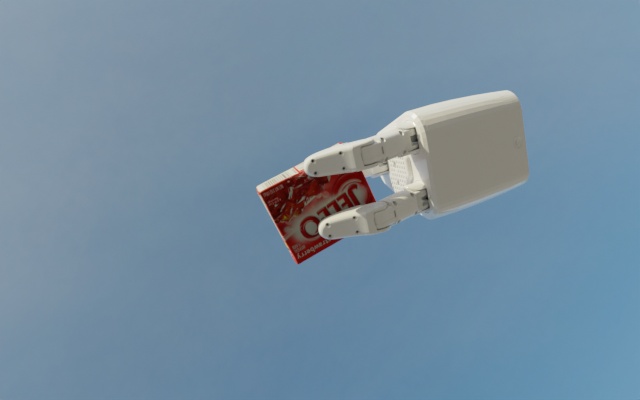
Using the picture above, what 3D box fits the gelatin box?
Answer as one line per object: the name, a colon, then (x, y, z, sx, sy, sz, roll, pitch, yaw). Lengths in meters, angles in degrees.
gelatin box: (0.000, 0.001, 0.418, 0.089, 0.073, 0.030, -28, 17, -7)
